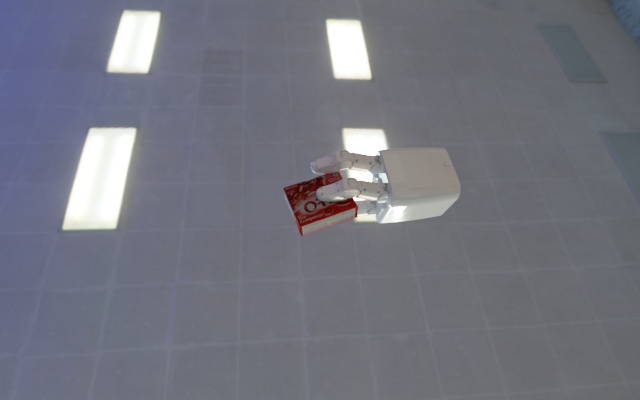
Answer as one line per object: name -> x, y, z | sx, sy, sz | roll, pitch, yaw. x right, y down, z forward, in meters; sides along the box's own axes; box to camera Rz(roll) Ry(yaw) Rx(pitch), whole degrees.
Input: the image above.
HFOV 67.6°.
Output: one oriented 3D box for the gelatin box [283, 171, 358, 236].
gelatin box -> 0.000, 0.003, 0.686 | 0.089, 0.073, 0.030 | -19, -34, -10
